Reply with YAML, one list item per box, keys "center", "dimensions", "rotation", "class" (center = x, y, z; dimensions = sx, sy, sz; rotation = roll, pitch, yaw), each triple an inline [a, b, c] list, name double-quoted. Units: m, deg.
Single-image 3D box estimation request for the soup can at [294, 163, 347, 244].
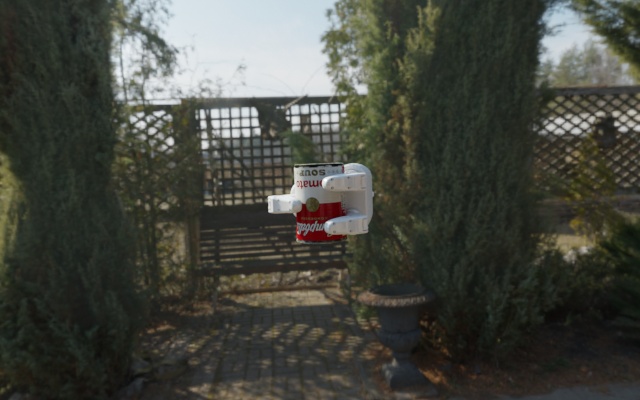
- center: [0.000, 0.002, 0.633]
  dimensions: [0.068, 0.102, 0.068]
  rotation: [-2, 5, 0]
  class: "soup can"
